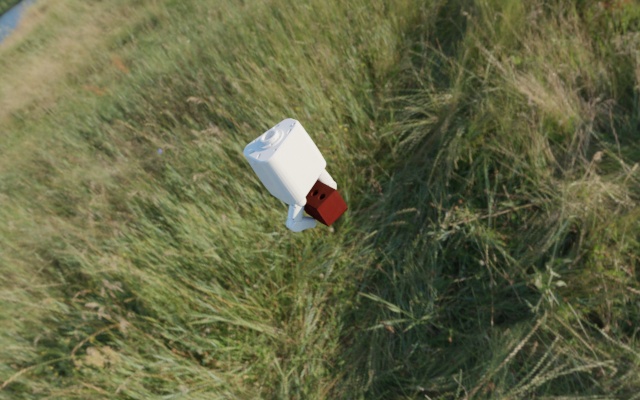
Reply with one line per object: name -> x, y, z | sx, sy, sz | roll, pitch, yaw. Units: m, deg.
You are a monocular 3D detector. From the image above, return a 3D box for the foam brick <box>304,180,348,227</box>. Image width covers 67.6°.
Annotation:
foam brick -> 0.000, 0.003, 0.875 | 0.078, 0.053, 0.051 | 28, -23, 49
